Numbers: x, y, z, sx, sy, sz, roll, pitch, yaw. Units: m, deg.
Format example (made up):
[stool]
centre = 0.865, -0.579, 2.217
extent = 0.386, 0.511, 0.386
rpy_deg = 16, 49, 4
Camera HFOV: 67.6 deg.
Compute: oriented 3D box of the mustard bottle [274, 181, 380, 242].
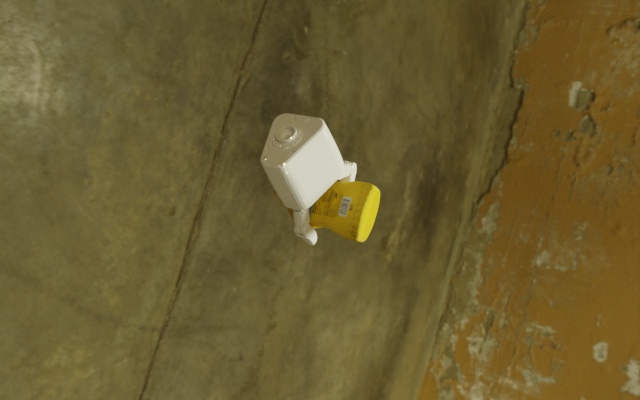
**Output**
[mustard bottle]
centre = 0.000, 0.003, 0.816
extent = 0.191, 0.096, 0.058
rpy_deg = 14, -5, 30
